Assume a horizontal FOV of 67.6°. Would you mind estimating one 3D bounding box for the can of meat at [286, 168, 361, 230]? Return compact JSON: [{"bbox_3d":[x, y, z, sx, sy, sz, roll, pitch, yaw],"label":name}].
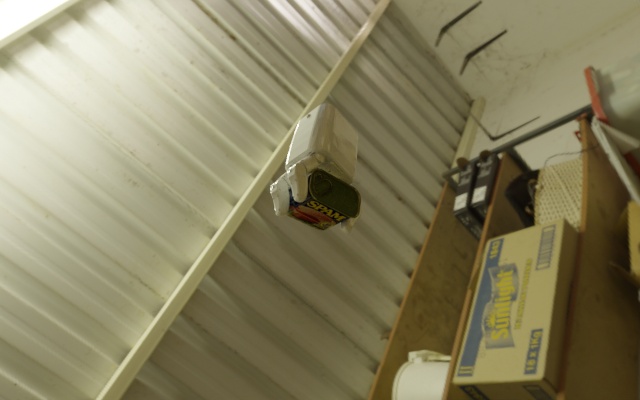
[{"bbox_3d":[0.000,0.003,0.780,0.102,0.057,0.084,27,-35,-28],"label":"can of meat"}]
